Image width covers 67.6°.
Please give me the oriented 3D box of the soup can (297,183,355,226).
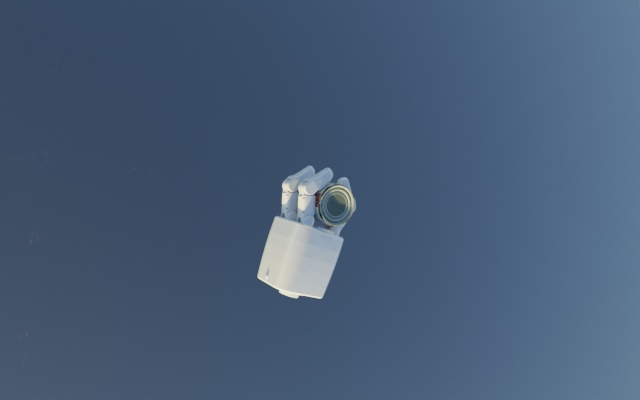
[{"bbox_3d":[0.001,0.002,0.782,0.068,0.068,0.102,0,6,-31],"label":"soup can"}]
